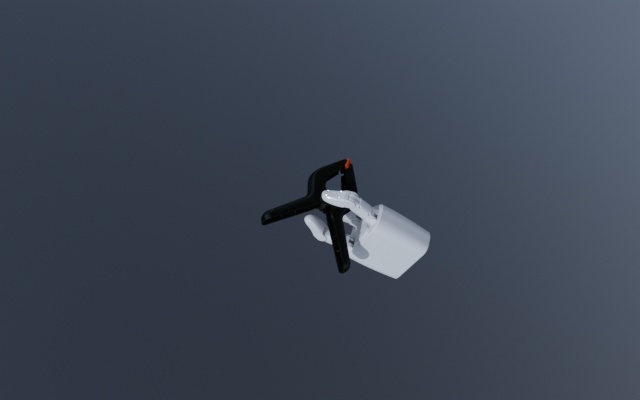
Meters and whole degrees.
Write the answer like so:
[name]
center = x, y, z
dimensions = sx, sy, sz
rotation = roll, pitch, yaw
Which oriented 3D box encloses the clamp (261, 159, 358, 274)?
[clamp]
center = 0.001, 0.002, 0.817
dimensions = 0.164, 0.209, 0.036
rotation = 27, -35, -11
